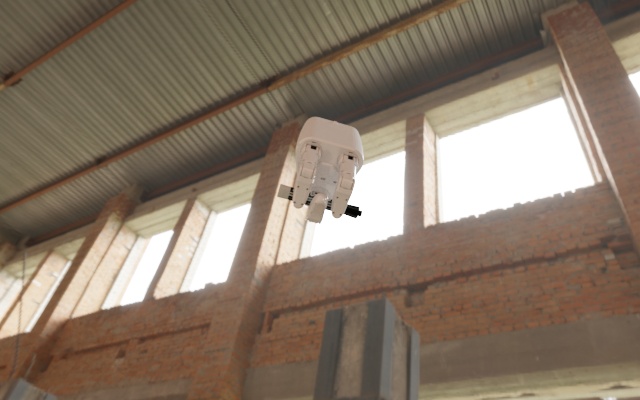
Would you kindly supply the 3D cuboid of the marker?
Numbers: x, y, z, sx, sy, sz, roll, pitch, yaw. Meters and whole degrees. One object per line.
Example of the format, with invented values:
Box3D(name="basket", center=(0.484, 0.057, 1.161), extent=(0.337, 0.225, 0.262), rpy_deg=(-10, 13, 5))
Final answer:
Box3D(name="marker", center=(0.000, 0.002, 0.664), extent=(0.121, 0.020, 0.020), rpy_deg=(16, -2, -5))
